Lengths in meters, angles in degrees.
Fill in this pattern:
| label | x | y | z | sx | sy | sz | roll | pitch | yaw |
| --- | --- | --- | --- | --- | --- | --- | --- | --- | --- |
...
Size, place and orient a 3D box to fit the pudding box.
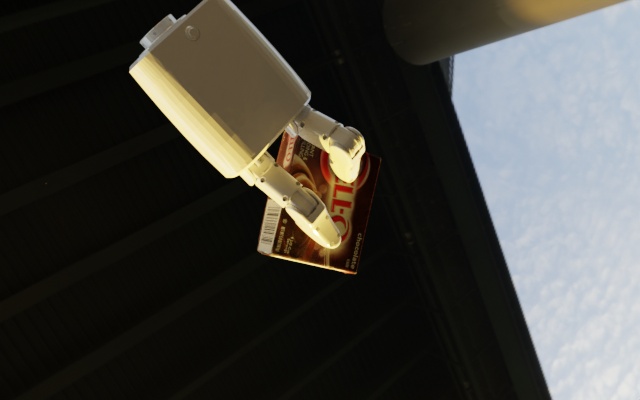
| label | x | y | z | sx | sy | sz | roll | pitch | yaw |
| --- | --- | --- | --- | --- | --- | --- | --- | --- | --- |
| pudding box | 0.000 | 0.001 | 0.427 | 0.090 | 0.113 | 0.039 | 17 | -6 | -30 |
